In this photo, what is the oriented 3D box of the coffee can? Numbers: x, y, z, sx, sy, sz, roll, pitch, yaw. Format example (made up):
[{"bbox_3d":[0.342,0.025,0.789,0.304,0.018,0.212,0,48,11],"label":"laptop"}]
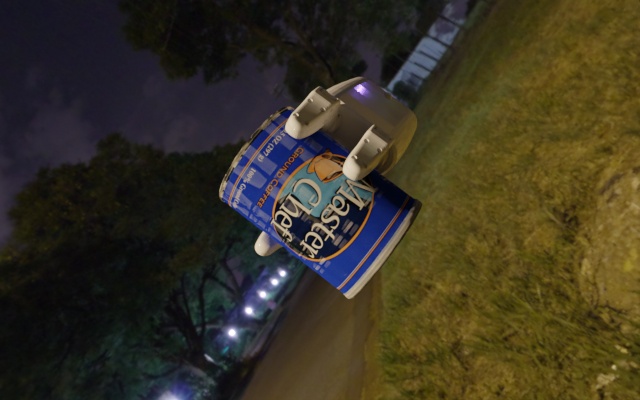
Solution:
[{"bbox_3d":[0.000,0.002,0.412,0.140,0.103,0.103,37,3,4],"label":"coffee can"}]
